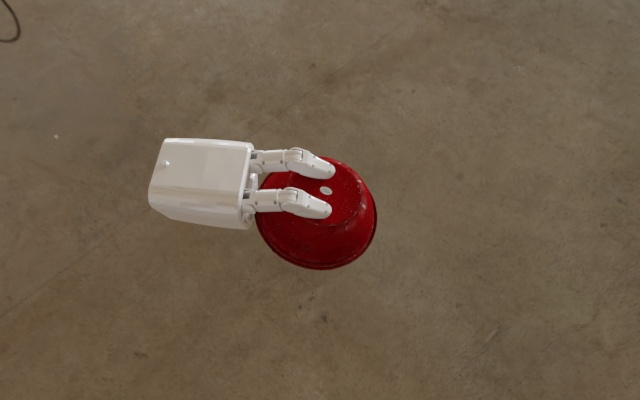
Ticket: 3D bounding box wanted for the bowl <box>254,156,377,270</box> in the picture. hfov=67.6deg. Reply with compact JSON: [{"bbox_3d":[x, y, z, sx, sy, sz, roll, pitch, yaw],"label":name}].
[{"bbox_3d":[0.001,0.002,0.594,0.162,0.162,0.055,0,-28,-12],"label":"bowl"}]
